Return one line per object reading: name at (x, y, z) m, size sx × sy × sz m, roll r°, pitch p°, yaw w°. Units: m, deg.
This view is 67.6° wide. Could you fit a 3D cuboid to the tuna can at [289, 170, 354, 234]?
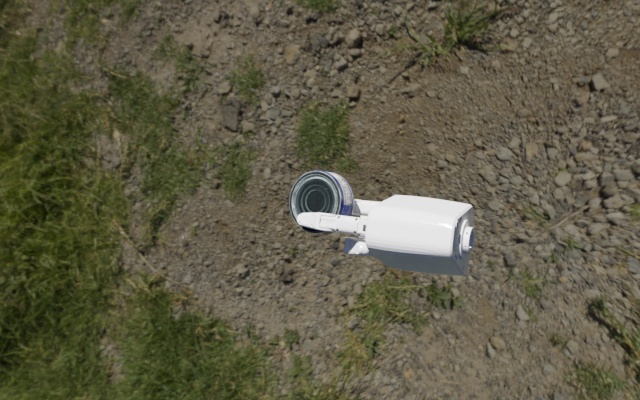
tuna can at (0.000, 0.002, 0.649) m, size 0.086 × 0.086 × 0.034 m, roll 0°, pitch -3°, yaw 32°
